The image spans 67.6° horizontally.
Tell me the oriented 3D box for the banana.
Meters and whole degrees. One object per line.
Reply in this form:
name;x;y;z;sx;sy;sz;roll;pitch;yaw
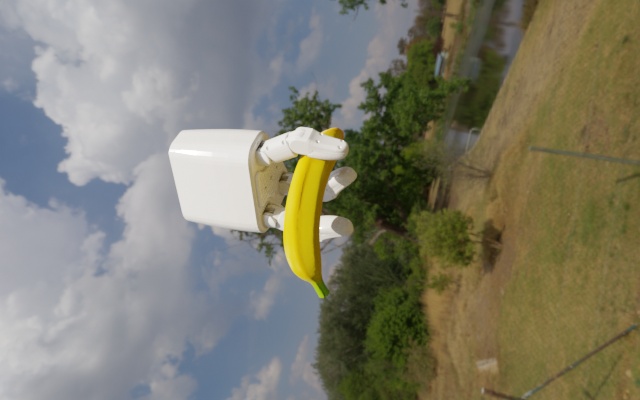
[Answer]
banana;-0.008;-0.002;0.506;0.037;0.197;0.070;-2;-22;24
